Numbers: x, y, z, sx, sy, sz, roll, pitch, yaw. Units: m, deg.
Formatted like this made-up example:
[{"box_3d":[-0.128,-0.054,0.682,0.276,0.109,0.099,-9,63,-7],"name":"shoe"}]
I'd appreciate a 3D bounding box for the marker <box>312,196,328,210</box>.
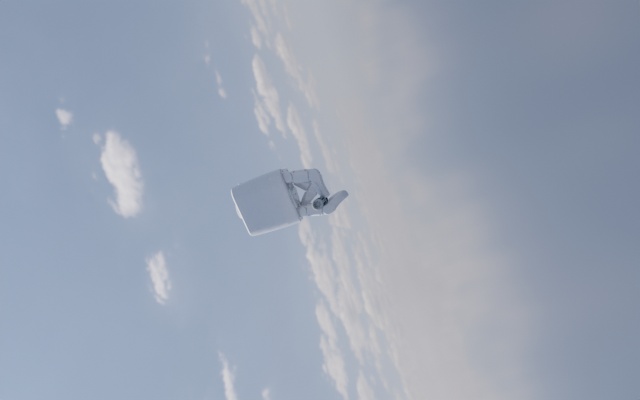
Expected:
[{"box_3d":[0.000,0.003,0.875,0.020,0.020,0.121,0,4,5],"name":"marker"}]
